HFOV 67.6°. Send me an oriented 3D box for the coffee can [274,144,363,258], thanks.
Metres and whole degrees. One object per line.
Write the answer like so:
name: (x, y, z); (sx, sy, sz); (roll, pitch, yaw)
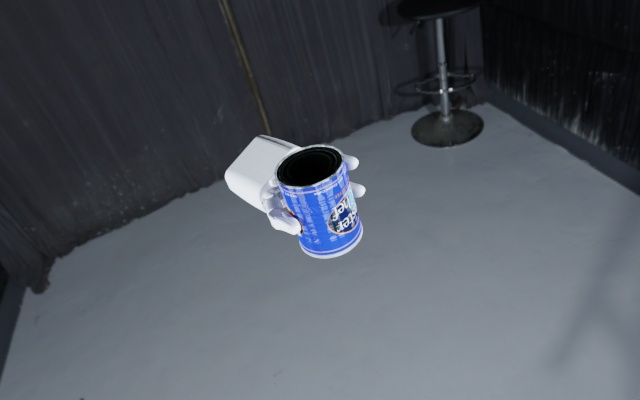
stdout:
coffee can: (0.000, 0.003, 0.717); (0.103, 0.140, 0.102); (-11, 38, 9)
